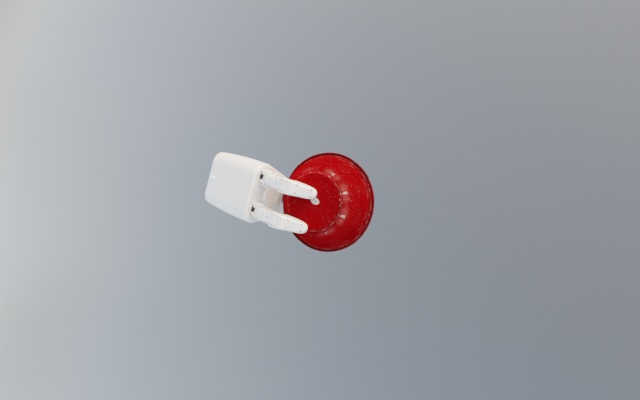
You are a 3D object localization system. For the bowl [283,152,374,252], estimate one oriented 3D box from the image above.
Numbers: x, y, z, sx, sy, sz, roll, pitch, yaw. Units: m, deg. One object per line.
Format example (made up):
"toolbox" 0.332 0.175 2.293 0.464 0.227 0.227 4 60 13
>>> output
"bowl" 0.001 0.003 0.750 0.162 0.162 0.055 0 -1 24
